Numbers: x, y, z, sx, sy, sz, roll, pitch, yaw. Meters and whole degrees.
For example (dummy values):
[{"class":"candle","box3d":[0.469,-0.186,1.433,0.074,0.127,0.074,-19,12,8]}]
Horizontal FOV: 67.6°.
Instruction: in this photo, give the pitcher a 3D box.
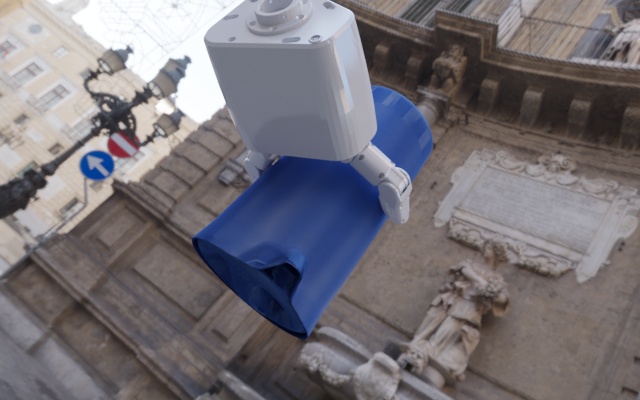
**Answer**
[{"class":"pitcher","box3d":[0.000,0.001,0.475,0.149,0.242,0.145,25,-29,32]}]
